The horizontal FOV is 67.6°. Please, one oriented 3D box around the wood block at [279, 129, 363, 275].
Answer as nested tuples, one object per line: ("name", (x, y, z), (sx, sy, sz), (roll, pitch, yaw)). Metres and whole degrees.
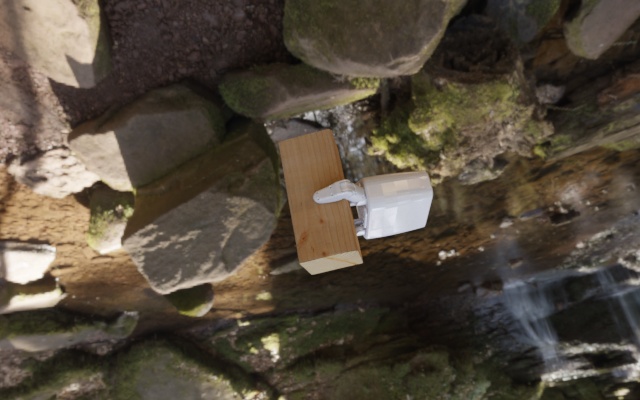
("wood block", (0.000, 0.002, 0.771), (0.090, 0.206, 0.091), (-14, -21, 6))
